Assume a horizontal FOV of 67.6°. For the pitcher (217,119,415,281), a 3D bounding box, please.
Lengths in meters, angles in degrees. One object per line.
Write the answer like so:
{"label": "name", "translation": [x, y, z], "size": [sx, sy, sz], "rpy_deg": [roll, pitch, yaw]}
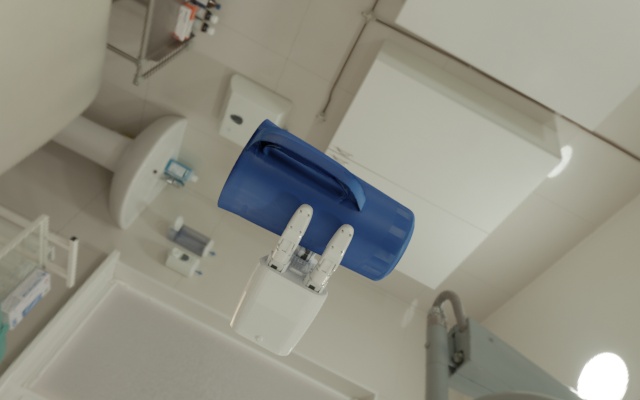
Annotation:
{"label": "pitcher", "translation": [0.000, 0.002, 0.626], "size": [0.243, 0.145, 0.149], "rpy_deg": [29, 16, -3]}
